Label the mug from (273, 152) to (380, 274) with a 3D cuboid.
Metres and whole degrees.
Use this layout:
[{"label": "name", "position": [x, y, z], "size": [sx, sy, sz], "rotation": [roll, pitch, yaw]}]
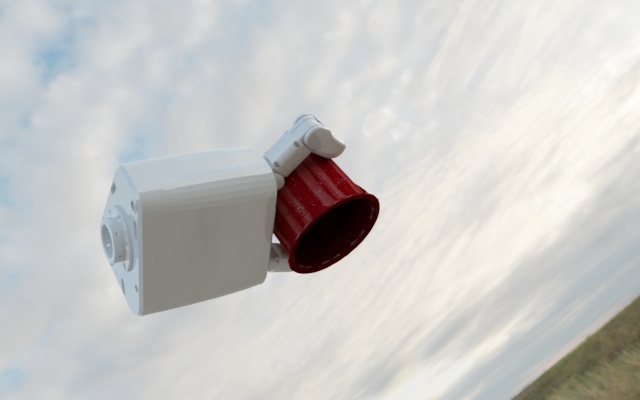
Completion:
[{"label": "mug", "position": [0.001, 0.001, 0.426], "size": [0.117, 0.093, 0.081], "rotation": [-11, 49, -39]}]
